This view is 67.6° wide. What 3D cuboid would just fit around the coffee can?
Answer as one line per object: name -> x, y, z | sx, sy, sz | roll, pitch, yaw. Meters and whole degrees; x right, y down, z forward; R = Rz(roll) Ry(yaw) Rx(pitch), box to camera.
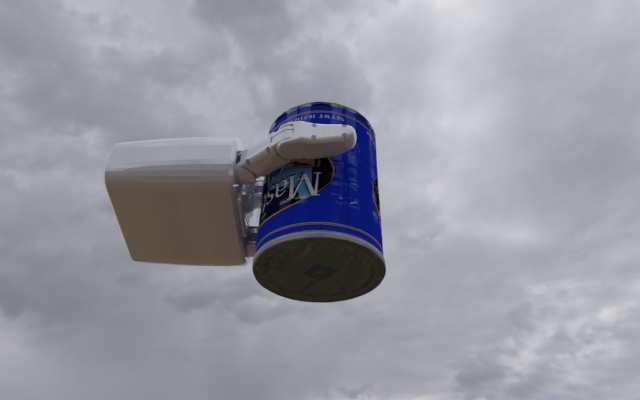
coffee can -> 0.000, 0.001, 0.408 | 0.103, 0.140, 0.103 | 1, -37, 1
